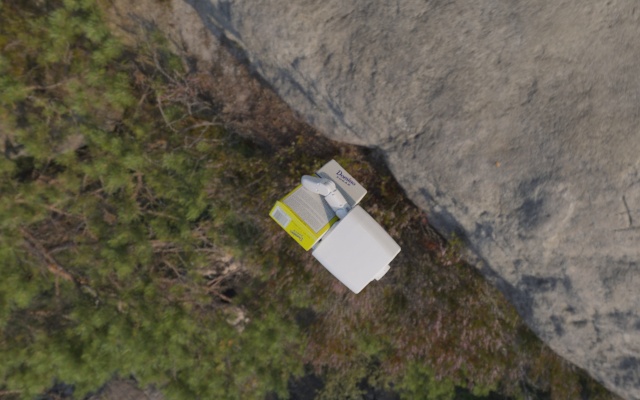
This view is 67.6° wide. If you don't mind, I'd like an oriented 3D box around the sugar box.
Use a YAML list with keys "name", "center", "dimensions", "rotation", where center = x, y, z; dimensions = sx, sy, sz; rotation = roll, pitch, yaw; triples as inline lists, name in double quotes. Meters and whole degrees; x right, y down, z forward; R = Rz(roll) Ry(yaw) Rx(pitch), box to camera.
- name: "sugar box"
  center: [0.000, 0.003, 0.844]
  dimensions: [0.176, 0.093, 0.048]
  rotation: [-39, -9, -48]
